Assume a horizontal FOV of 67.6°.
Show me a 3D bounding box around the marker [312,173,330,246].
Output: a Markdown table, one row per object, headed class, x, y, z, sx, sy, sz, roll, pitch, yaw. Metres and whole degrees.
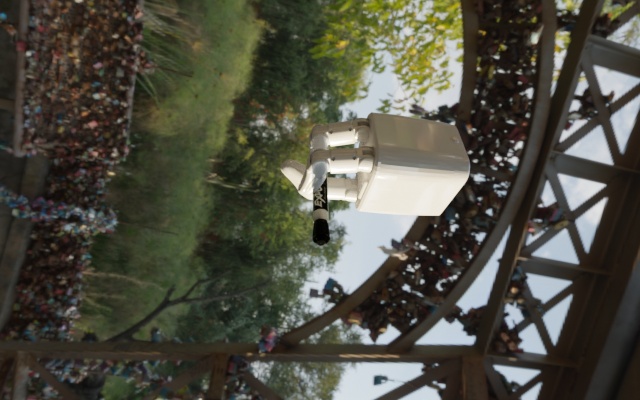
| class | x | y | z | sx | sy | sz | roll | pitch | yaw |
| --- | --- | --- | --- | --- | --- | --- | --- | --- | --- |
| marker | 0.000 | 0.002 | 0.536 | 0.020 | 0.020 | 0.121 | -1 | 45 | -1 |
